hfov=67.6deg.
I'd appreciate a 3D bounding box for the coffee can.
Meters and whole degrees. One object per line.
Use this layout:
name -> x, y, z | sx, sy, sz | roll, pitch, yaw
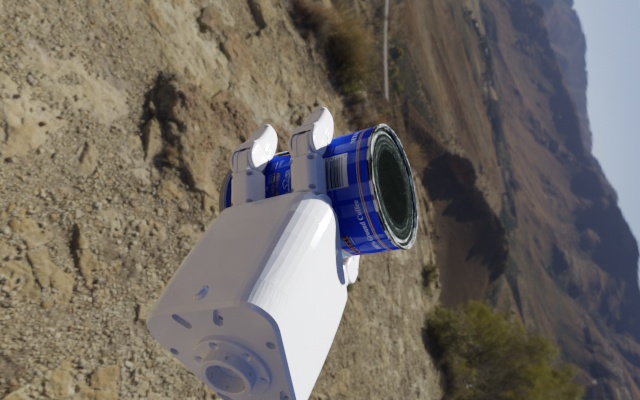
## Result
coffee can -> 0.000, 0.001, 0.412 | 0.140, 0.103, 0.103 | -12, -6, 27
